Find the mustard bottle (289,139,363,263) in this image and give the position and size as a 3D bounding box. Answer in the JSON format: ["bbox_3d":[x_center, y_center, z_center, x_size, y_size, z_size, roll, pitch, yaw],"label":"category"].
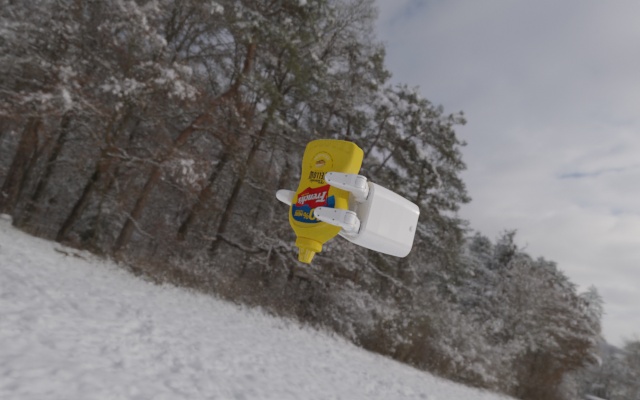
[{"bbox_3d":[0.000,0.002,0.741,0.096,0.191,0.058,7,-14,34],"label":"mustard bottle"}]
